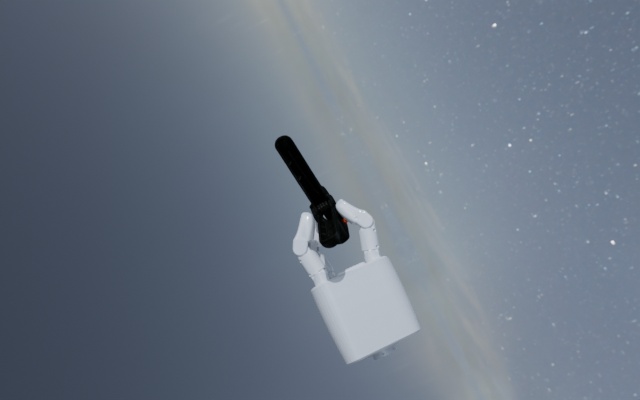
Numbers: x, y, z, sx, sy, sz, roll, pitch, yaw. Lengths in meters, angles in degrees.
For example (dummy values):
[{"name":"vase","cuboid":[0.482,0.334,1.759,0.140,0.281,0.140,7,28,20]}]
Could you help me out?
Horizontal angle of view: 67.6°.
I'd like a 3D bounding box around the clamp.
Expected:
[{"name":"clamp","cuboid":[0.001,0.002,0.678,0.036,0.164,0.210,-28,-16,6]}]
